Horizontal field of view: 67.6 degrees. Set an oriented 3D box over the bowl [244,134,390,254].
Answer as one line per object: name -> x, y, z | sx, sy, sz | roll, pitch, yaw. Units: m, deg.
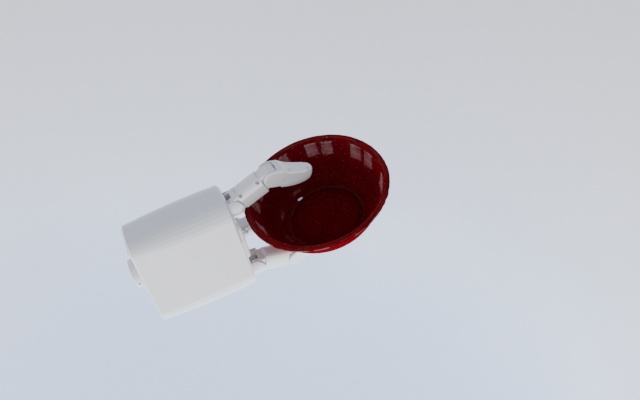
bowl -> 0.001, 0.002, 0.533 | 0.162, 0.162, 0.055 | 0, -37, 18
